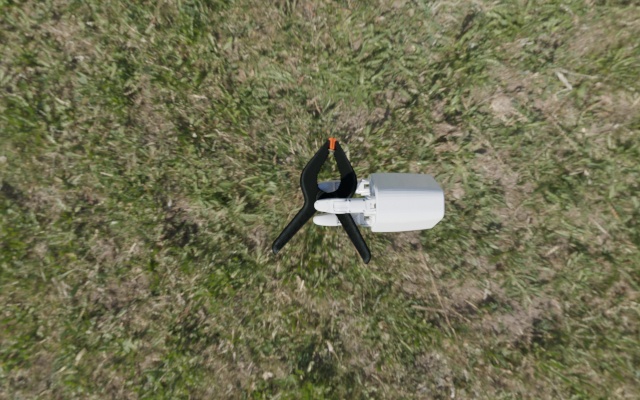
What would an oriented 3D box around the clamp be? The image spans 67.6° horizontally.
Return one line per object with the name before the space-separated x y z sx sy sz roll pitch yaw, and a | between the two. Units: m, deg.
clamp | 0.000 0.002 0.788 0.164 0.210 0.036 -1 2 0
